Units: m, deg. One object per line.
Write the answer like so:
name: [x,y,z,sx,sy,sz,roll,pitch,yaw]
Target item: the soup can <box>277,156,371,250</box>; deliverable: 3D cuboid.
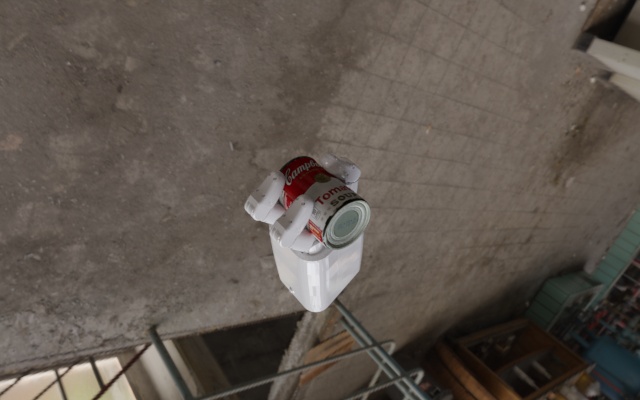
soup can: [0.000,0.002,0.548,0.068,0.068,0.102,0,31,-44]
